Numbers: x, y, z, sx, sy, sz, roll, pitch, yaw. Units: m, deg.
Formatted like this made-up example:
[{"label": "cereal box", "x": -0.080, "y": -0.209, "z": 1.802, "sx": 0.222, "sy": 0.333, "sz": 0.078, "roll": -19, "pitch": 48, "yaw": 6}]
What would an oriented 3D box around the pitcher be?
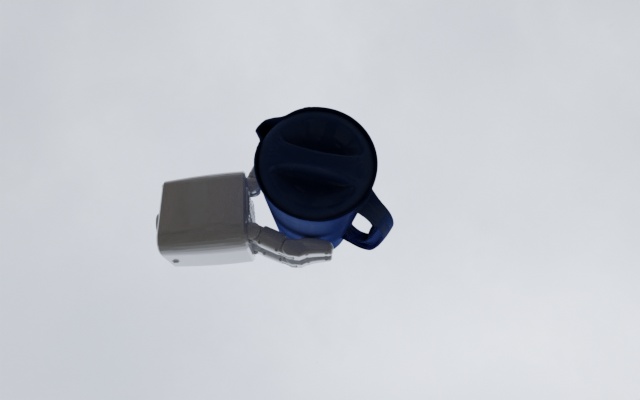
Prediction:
[{"label": "pitcher", "x": 0.000, "y": 0.002, "z": 0.614, "sx": 0.145, "sy": 0.149, "sz": 0.243, "roll": -6, "pitch": -18, "yaw": -3}]
